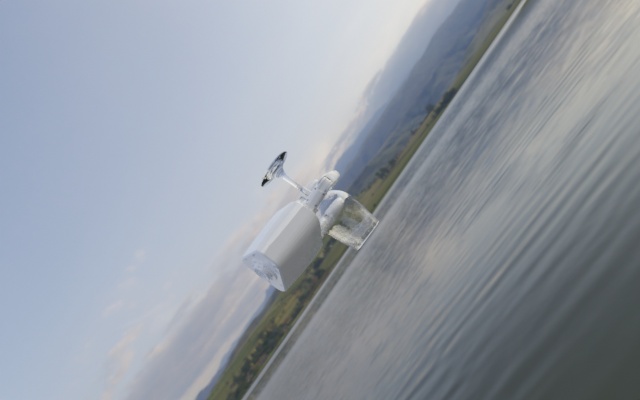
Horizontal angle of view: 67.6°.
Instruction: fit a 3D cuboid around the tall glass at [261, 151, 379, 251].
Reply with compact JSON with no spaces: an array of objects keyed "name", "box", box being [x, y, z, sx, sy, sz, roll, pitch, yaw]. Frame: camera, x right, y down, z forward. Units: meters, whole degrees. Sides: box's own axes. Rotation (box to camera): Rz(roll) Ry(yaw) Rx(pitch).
[{"name":"tall glass","box":[0.000,0.002,0.810,0.201,0.079,0.079,35,4,6]}]
